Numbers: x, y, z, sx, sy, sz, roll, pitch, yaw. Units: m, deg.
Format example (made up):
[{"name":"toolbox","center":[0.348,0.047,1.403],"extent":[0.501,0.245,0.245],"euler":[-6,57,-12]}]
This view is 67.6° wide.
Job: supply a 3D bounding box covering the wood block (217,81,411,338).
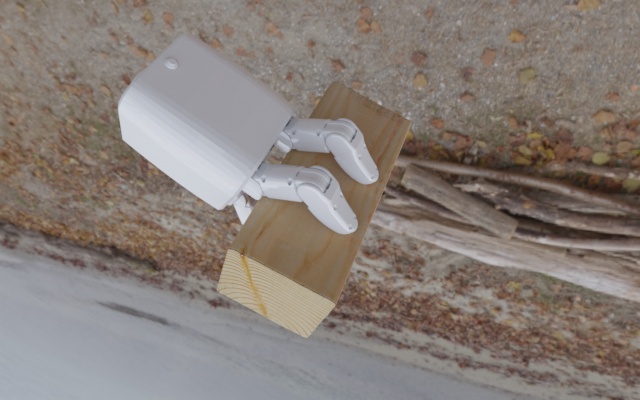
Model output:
[{"name":"wood block","center":[0.000,0.001,0.432],"extent":[0.090,0.206,0.091],"euler":[28,-35,-1]}]
